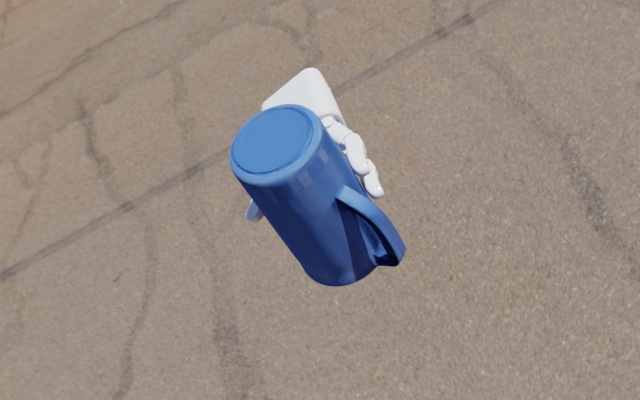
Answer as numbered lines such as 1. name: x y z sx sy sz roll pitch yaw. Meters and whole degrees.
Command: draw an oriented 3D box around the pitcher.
1. pitcher: 0.000 0.002 0.582 0.149 0.145 0.243 -22 -38 9
